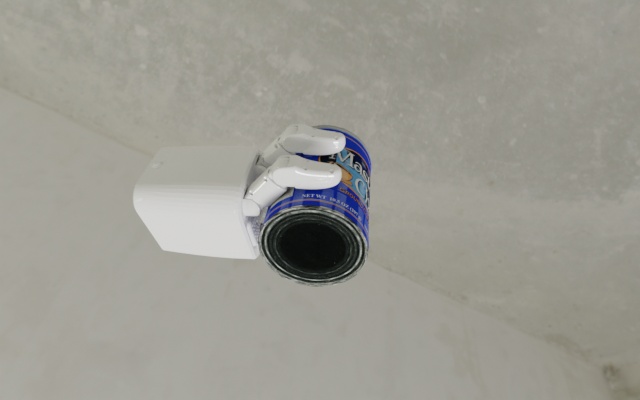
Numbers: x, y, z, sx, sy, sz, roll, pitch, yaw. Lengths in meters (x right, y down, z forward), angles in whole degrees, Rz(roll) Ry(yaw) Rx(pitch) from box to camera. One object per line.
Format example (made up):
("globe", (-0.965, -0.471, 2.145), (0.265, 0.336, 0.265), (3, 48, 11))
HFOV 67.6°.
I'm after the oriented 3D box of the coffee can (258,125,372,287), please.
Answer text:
("coffee can", (0.000, 0.002, 0.492), (0.103, 0.103, 0.140), (0, 39, 8))
